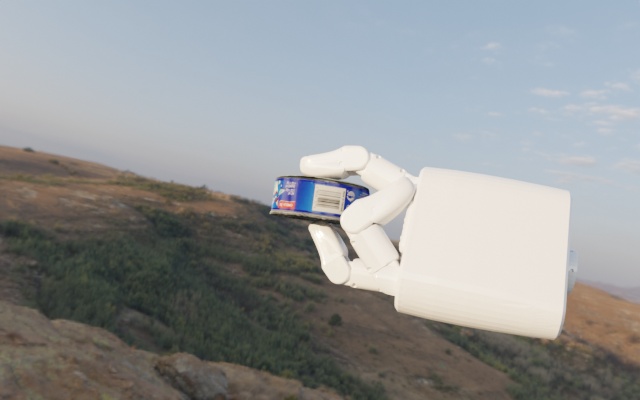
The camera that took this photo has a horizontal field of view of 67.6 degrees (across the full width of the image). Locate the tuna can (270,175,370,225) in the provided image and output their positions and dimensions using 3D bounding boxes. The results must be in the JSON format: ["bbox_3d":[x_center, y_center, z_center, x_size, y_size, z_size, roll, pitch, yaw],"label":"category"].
[{"bbox_3d":[0.000,0.001,0.421,0.086,0.033,0.086,8,-5,1],"label":"tuna can"}]
